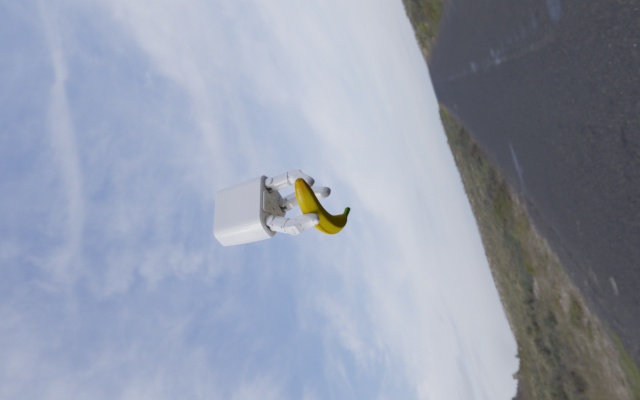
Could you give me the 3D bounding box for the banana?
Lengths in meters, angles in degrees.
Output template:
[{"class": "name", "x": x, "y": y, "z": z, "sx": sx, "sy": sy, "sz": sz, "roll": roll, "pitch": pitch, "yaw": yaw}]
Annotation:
[{"class": "banana", "x": 0.002, "y": 0.021, "z": 0.865, "sx": 0.037, "sy": 0.069, "sz": 0.198, "roll": -11, "pitch": -21, "yaw": 25}]
